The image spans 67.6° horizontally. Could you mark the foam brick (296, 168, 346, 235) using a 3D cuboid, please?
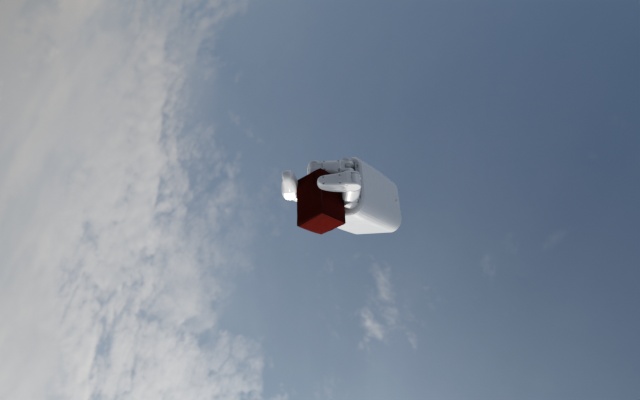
[{"bbox_3d":[0.000,0.003,0.701,0.053,0.078,0.051,-26,-37,36],"label":"foam brick"}]
